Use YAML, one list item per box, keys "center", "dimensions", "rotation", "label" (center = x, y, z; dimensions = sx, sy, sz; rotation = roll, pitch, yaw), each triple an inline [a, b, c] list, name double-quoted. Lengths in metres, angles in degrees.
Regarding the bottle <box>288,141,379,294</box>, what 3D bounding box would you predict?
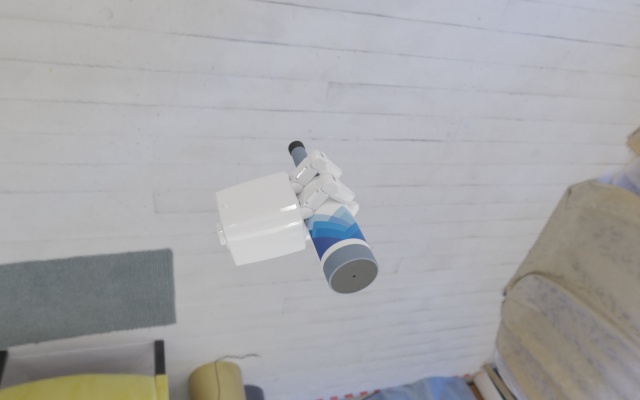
- center: [0.000, 0.002, 0.695]
  dimensions: [0.069, 0.069, 0.295]
  rotation: [0, 39, -21]
  label: "bottle"
